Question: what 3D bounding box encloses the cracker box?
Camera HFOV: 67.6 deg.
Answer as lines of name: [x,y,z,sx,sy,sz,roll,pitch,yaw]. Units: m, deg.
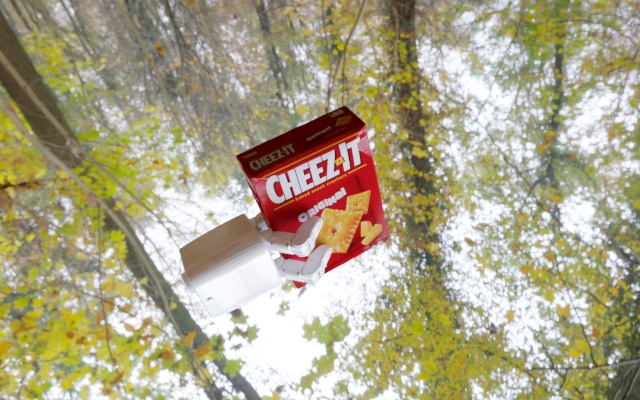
cracker box: [0.000,0.002,0.667,0.164,0.214,0.072,-27,40,-11]
